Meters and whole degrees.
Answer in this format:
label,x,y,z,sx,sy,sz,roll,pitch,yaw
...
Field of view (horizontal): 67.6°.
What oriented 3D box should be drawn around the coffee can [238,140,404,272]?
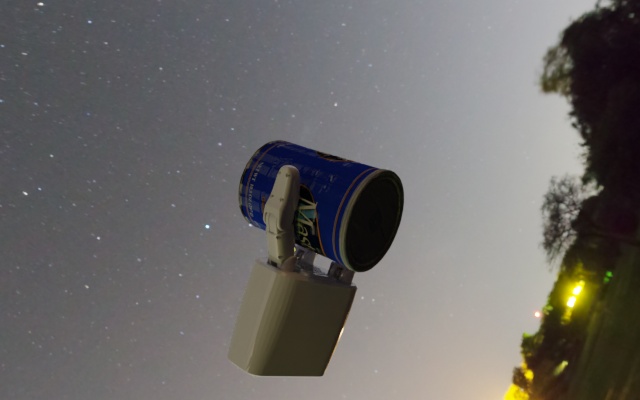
label,x,y,z,sx,sy,sz,roll,pitch,yaw
coffee can,0.000,0.001,0.496,0.140,0.103,0.103,20,12,35
